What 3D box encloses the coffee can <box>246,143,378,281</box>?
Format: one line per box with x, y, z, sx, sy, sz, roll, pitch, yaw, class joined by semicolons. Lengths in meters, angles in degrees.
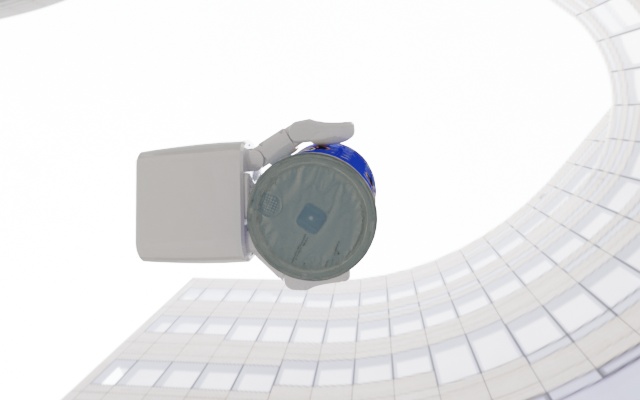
0.000;0.001;0.437;0.103;0.103;0.140;0;11;6;coffee can
